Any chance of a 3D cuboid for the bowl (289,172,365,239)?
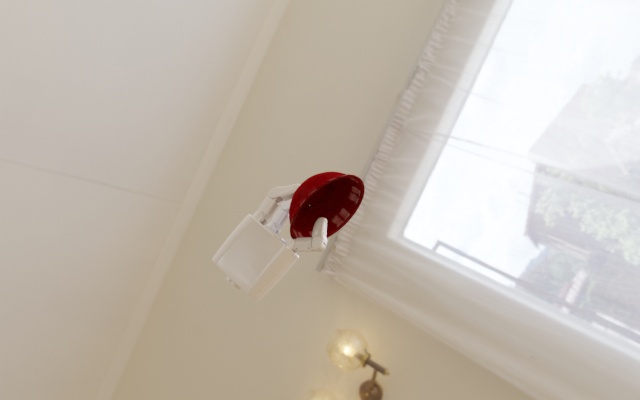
[{"bbox_3d":[0.001,0.002,0.858,0.162,0.162,0.055,0,40,-47],"label":"bowl"}]
